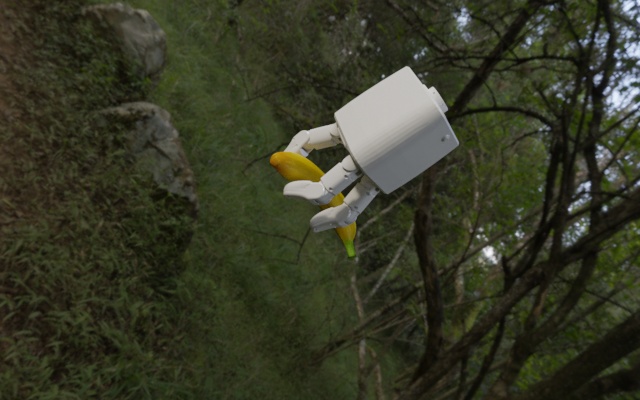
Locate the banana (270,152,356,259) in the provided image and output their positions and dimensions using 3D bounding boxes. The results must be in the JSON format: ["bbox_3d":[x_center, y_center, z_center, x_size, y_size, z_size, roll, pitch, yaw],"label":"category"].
[{"bbox_3d":[0.000,-0.007,0.627,0.037,0.198,0.069,-30,35,16],"label":"banana"}]
